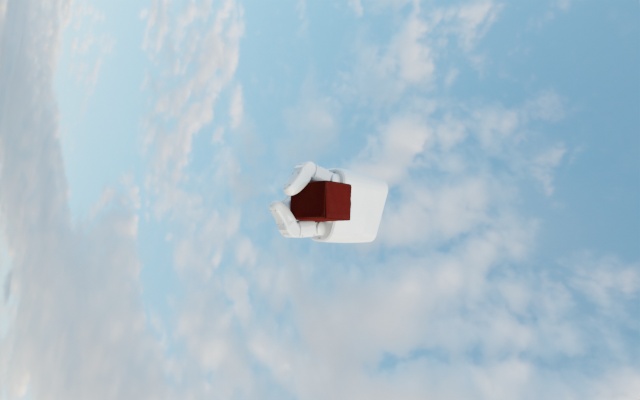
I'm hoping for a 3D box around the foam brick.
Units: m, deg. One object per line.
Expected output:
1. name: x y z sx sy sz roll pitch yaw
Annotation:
1. foam brick: 0.000 0.002 0.678 0.051 0.053 0.078 8 -8 -41
